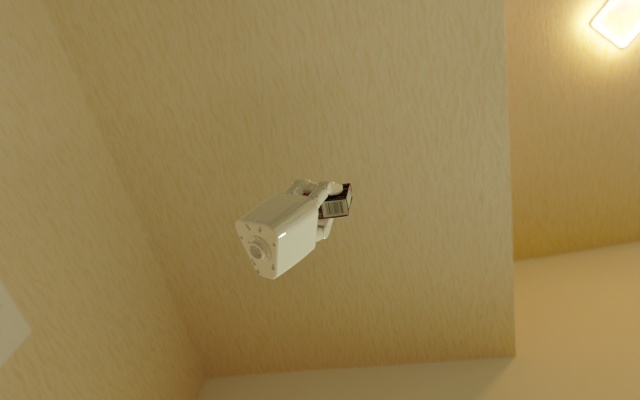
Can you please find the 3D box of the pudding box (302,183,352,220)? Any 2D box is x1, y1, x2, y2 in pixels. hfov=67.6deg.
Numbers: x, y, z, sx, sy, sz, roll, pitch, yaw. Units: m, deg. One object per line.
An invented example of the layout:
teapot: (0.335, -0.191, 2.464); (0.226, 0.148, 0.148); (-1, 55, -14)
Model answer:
pudding box: (0.000, 0.003, 0.895); (0.113, 0.039, 0.090); (-5, 21, 10)
